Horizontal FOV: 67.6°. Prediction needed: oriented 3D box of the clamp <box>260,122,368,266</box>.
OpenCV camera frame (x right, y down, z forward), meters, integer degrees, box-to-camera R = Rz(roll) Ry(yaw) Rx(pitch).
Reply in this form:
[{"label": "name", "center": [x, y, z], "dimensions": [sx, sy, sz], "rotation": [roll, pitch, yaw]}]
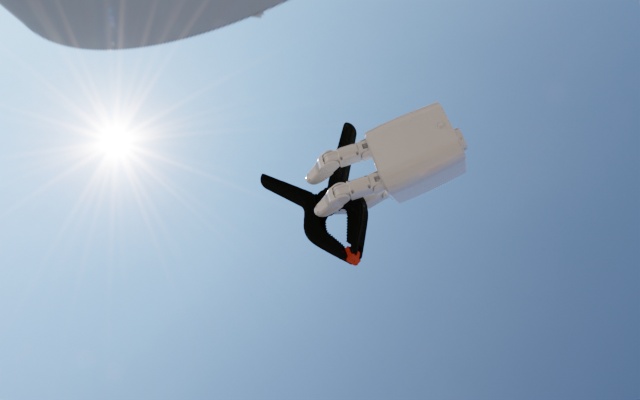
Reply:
[{"label": "clamp", "center": [0.001, 0.003, 0.675], "dimensions": [0.164, 0.209, 0.036], "rotation": [-25, -33, 15]}]
